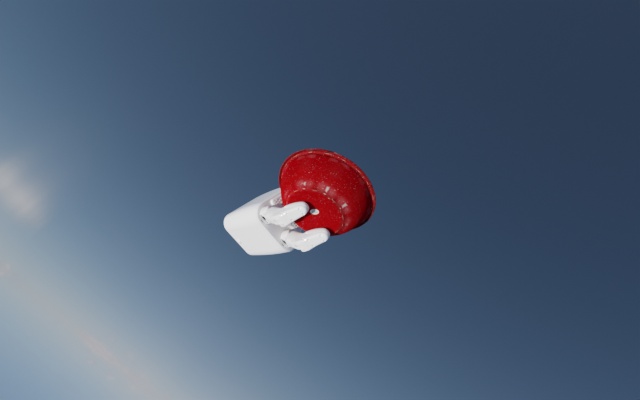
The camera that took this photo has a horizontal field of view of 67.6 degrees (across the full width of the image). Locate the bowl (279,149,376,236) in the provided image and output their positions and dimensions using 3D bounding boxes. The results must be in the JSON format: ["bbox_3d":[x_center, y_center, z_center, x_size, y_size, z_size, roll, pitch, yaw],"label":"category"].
[{"bbox_3d":[0.001,0.002,0.729,0.162,0.162,0.055,0,39,26],"label":"bowl"}]
